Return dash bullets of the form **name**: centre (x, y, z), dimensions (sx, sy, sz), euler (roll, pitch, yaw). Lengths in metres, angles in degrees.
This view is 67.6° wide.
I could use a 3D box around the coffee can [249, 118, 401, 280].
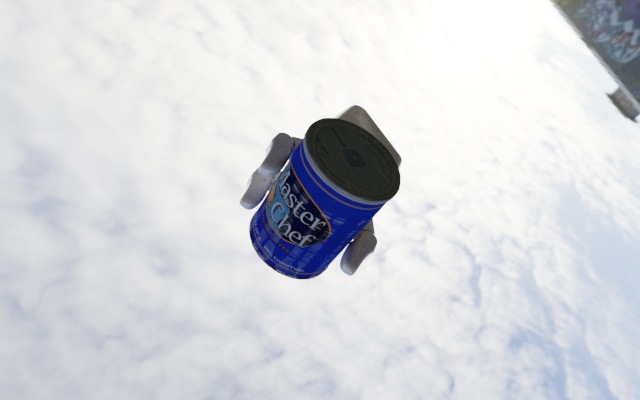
- **coffee can**: centre (0.000, 0.002, 0.488), dimensions (0.103, 0.102, 0.140), euler (0, -37, -36)
